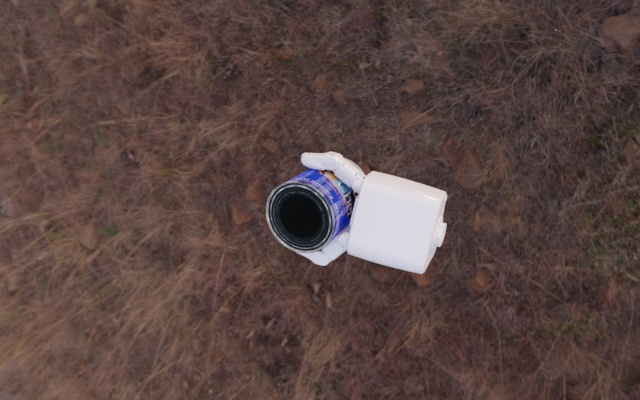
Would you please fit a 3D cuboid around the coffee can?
[{"bbox_3d":[0.000,0.002,0.692,0.103,0.103,0.140,0,18,26],"label":"coffee can"}]
